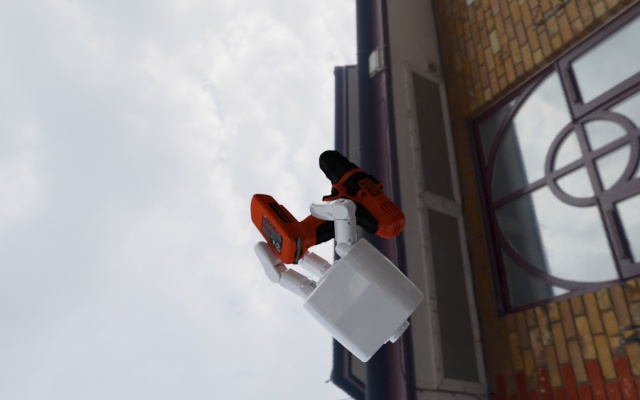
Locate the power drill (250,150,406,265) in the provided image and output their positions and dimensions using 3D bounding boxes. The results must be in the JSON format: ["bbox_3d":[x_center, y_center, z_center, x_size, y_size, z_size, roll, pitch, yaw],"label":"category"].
[{"bbox_3d":[0.000,0.003,0.672,0.187,0.057,0.184,-20,48,-28],"label":"power drill"}]
